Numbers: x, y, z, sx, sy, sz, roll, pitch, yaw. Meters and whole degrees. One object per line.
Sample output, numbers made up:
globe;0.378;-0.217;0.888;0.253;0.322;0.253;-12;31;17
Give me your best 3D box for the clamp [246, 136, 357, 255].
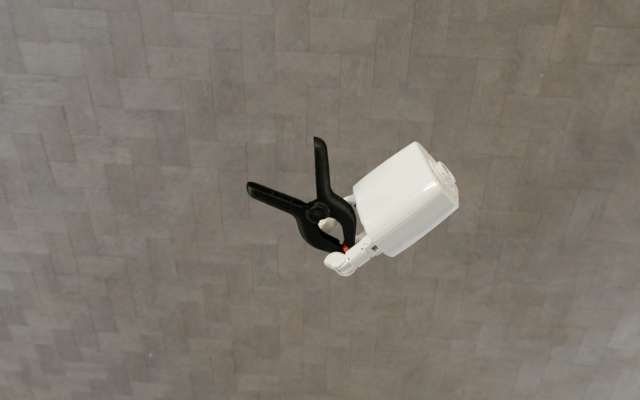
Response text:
clamp;0.000;0.003;0.632;0.120;0.171;0.039;-40;19;21
